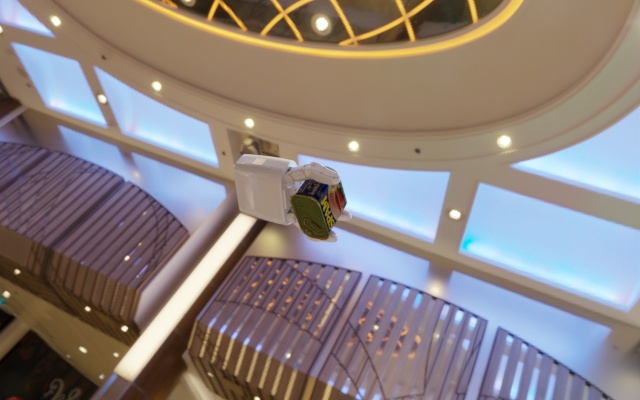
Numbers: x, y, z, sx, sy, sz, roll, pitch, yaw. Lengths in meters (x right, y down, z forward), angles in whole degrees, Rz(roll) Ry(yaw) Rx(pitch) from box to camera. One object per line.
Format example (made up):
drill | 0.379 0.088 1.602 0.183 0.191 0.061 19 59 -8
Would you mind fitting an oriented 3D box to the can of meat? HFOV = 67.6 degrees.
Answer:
can of meat | 0.000 0.002 0.822 0.057 0.102 0.084 10 47 29
